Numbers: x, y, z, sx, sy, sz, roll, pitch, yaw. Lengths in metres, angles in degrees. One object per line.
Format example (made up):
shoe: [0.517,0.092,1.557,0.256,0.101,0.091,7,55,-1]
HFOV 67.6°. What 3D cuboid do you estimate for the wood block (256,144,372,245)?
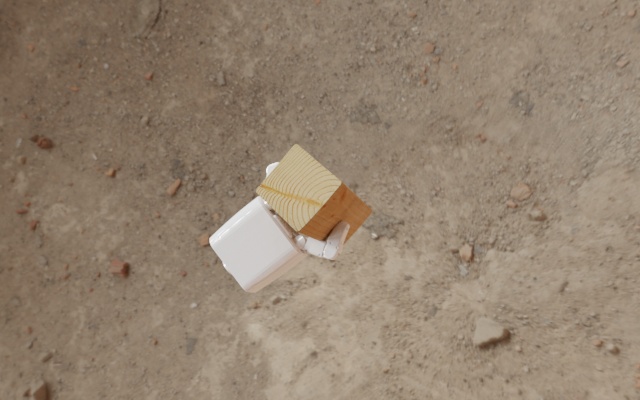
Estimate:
wood block: [0.000,0.003,0.730,0.090,0.090,0.206,42,3,20]
